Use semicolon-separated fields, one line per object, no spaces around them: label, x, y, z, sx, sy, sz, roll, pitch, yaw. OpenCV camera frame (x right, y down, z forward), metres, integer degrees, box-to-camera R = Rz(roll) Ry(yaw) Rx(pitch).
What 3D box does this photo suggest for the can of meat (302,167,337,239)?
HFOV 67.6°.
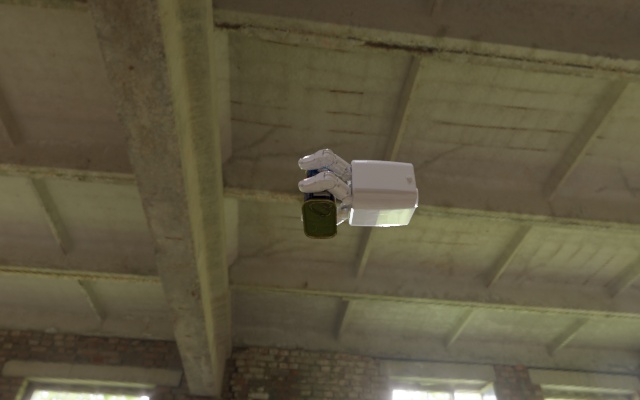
can of meat;0.000;0.003;0.822;0.057;0.083;0.102;0;-41;3
